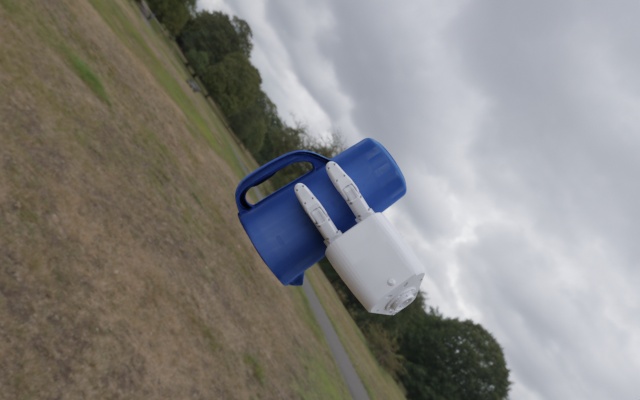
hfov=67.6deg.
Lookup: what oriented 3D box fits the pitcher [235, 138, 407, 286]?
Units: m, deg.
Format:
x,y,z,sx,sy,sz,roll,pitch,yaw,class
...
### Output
x,y,z,sx,sy,sz,roll,pitch,yaw,class
0.000,0.003,0.727,0.243,0.145,0.149,-34,-31,-3,pitcher
